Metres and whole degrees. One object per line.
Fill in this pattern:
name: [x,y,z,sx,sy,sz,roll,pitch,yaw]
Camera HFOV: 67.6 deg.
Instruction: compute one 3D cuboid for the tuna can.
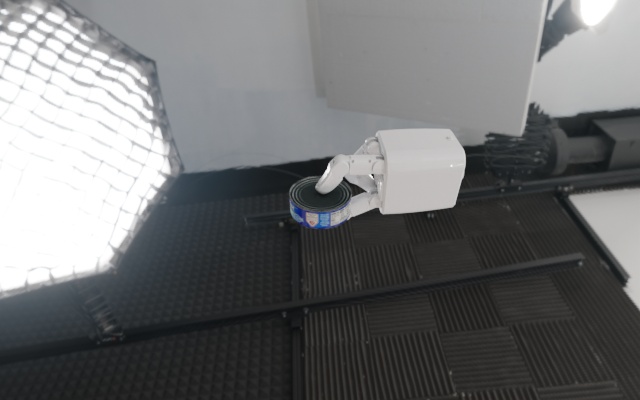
tuna can: [0.000,0.003,0.658,0.086,0.034,0.086,0,35,0]
